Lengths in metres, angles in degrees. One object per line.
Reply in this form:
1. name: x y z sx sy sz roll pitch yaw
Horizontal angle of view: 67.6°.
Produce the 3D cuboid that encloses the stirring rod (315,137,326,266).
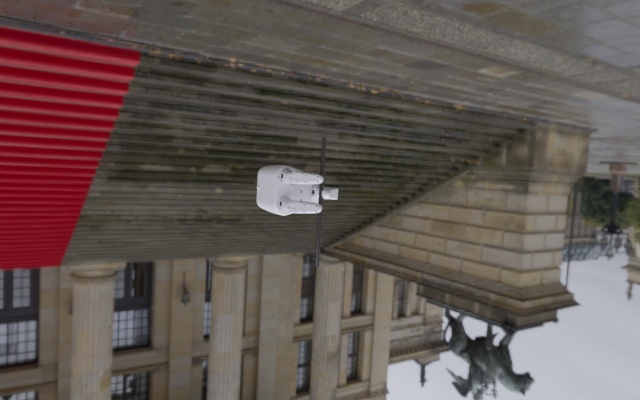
1. stirring rod: 0.000 0.003 0.892 0.011 0.239 0.011 3 4 0
